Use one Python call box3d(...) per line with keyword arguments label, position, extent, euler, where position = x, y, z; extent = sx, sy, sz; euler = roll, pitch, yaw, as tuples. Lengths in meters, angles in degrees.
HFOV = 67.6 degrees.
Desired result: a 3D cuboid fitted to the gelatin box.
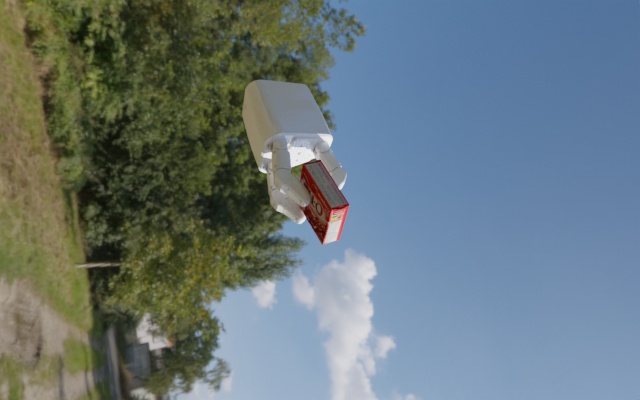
box3d(label="gelatin box", position=(0.001, 0.002, 0.637), extent=(0.030, 0.089, 0.073), euler=(-15, -37, -24))
